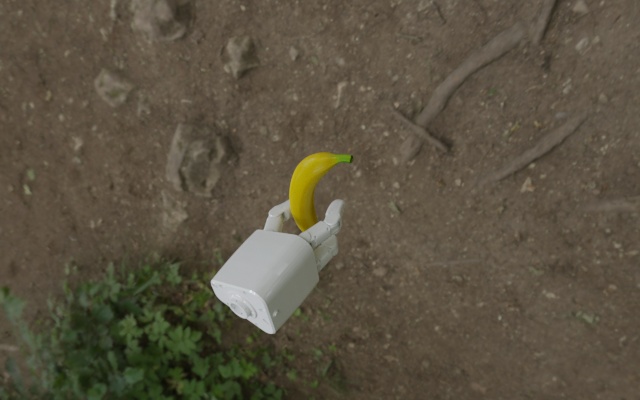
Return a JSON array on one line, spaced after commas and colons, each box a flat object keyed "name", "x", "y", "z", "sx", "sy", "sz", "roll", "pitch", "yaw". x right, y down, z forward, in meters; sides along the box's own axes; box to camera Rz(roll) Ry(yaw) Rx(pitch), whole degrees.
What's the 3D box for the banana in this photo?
[{"name": "banana", "x": -0.015, "y": -0.010, "z": 0.705, "sx": 0.069, "sy": 0.037, "sz": 0.198, "roll": 33, "pitch": -38, "yaw": 7}]
